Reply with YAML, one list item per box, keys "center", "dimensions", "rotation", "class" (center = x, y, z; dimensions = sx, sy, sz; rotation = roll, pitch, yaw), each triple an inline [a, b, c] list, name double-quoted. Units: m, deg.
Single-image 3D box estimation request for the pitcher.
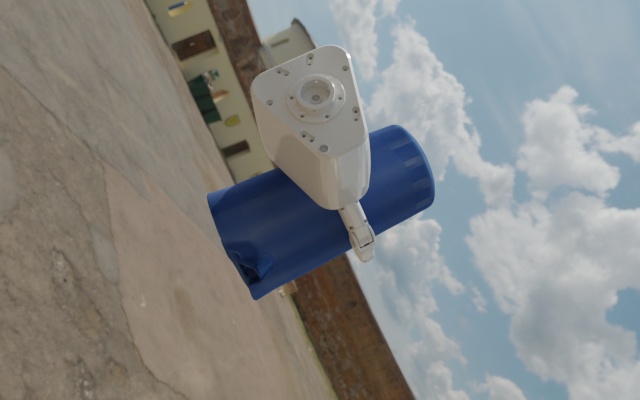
- center: [0.000, 0.002, 0.564]
  dimensions: [0.243, 0.149, 0.145]
  rotation: [-24, -21, -6]
  class: "pitcher"
